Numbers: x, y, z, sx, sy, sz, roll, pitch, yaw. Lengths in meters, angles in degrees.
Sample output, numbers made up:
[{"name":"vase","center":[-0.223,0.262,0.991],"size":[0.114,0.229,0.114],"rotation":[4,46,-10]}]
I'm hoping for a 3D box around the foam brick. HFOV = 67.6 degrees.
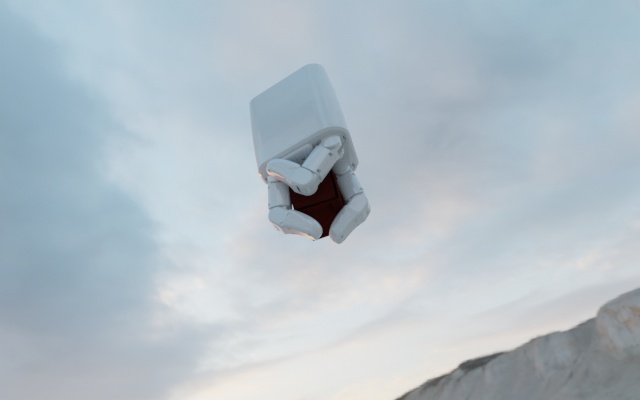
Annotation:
[{"name":"foam brick","center":[0.000,0.002,0.546],"size":[0.053,0.051,0.078],"rotation":[-18,-31,5]}]
